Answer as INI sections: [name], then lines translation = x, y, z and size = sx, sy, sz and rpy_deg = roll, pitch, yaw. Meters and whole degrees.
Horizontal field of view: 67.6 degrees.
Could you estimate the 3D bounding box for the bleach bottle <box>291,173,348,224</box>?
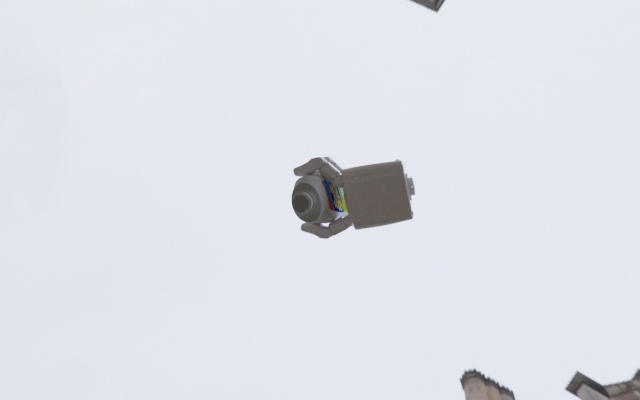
[bleach bottle]
translation = 0.000, 0.003, 0.855
size = 0.068, 0.102, 0.251
rpy_deg = -11, 2, 14
